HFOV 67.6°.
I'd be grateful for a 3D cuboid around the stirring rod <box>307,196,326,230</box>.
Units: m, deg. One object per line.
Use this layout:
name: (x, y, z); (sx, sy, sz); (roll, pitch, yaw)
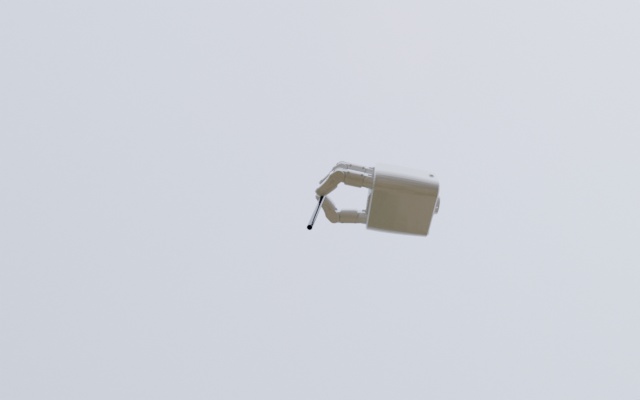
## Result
stirring rod: (0.000, 0.003, 0.762); (0.011, 0.011, 0.239); (0, 16, 7)
